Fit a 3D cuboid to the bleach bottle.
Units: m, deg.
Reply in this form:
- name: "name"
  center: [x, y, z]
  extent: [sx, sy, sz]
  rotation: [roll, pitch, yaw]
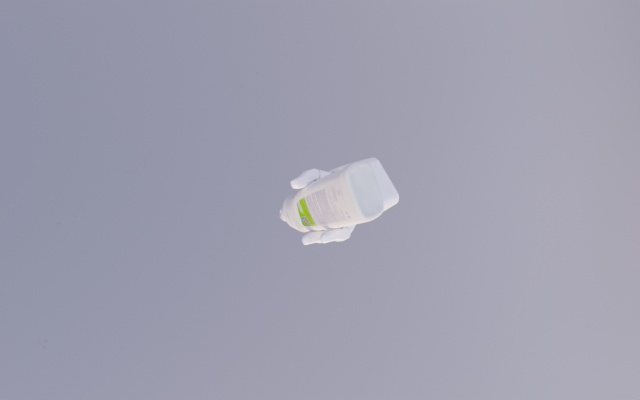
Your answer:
- name: "bleach bottle"
  center: [0.000, 0.003, 0.870]
  extent: [0.068, 0.102, 0.251]
  rotation: [-23, 6, -37]
